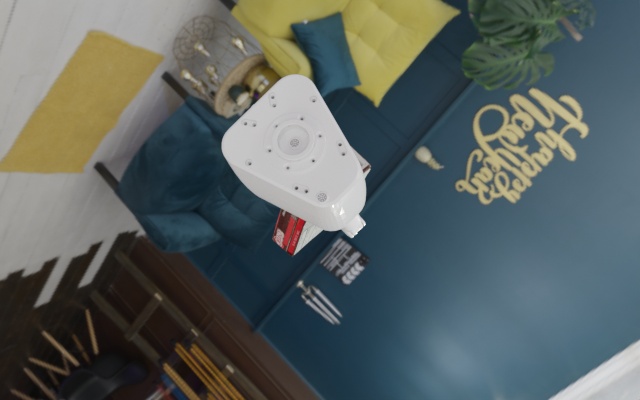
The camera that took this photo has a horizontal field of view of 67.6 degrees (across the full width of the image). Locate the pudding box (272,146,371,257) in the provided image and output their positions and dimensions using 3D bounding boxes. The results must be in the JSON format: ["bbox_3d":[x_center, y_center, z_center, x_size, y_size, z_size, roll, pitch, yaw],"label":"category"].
[{"bbox_3d":[0.000,0.002,0.544,0.113,0.039,0.090,-37,-16,-32],"label":"pudding box"}]
